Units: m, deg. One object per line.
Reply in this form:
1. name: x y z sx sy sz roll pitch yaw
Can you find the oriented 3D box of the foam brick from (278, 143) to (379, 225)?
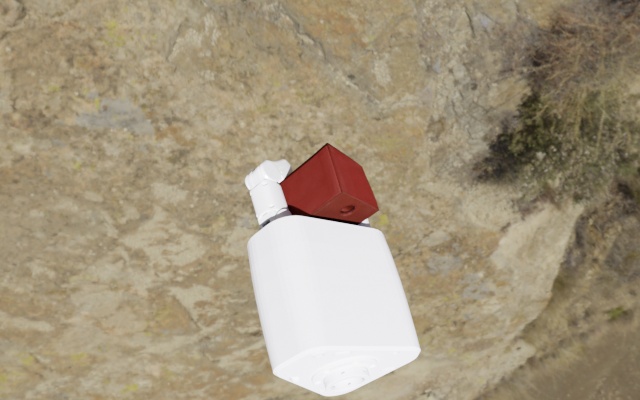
1. foam brick: 0.000 0.001 0.405 0.078 0.051 0.053 -38 -40 25
